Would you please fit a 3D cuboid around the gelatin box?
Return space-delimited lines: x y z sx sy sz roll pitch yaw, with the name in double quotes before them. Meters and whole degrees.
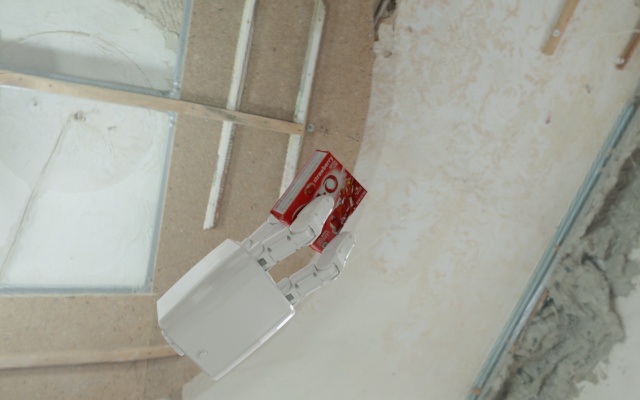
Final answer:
"gelatin box" 0.000 0.001 0.520 0.073 0.089 0.030 43 -14 -33
